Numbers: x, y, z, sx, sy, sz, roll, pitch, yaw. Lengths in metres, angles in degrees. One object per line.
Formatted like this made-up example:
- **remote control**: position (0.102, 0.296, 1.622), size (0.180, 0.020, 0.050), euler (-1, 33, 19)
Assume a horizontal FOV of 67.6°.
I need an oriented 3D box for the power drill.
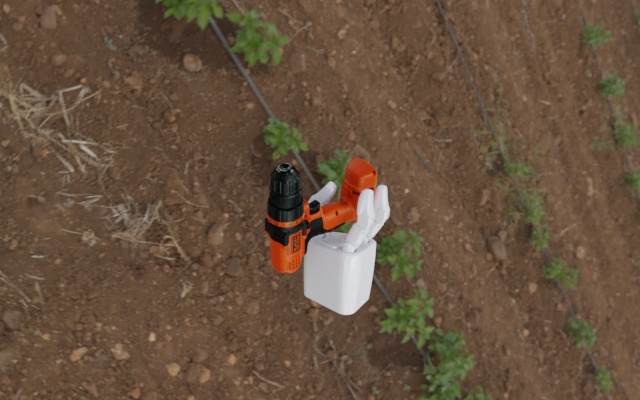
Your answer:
- **power drill**: position (0.000, 0.002, 0.710), size (0.187, 0.185, 0.057), euler (-26, 48, -32)
